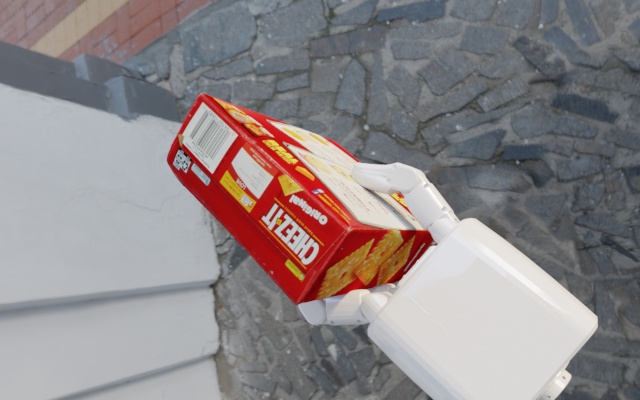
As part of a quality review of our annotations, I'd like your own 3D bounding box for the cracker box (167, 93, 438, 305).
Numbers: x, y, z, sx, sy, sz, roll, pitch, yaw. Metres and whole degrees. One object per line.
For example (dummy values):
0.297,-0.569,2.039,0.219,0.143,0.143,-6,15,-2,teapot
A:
0.000,0.001,0.414,0.164,0.072,0.214,42,16,26,cracker box
